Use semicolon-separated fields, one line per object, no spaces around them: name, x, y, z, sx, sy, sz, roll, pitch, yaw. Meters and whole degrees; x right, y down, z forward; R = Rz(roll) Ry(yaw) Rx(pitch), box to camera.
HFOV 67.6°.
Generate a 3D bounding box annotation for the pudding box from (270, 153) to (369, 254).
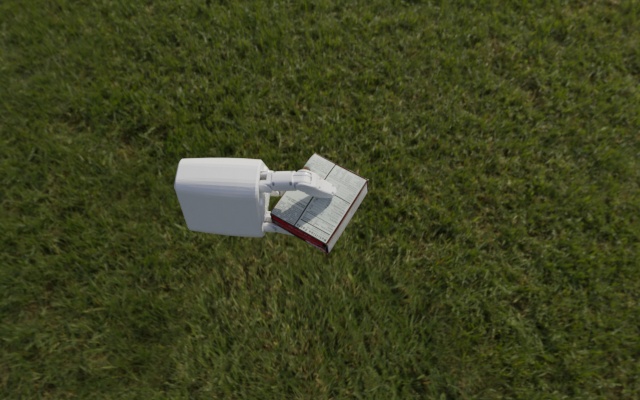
pudding box;0.000;0.002;0.640;0.090;0.113;0.039;29;-19;15
